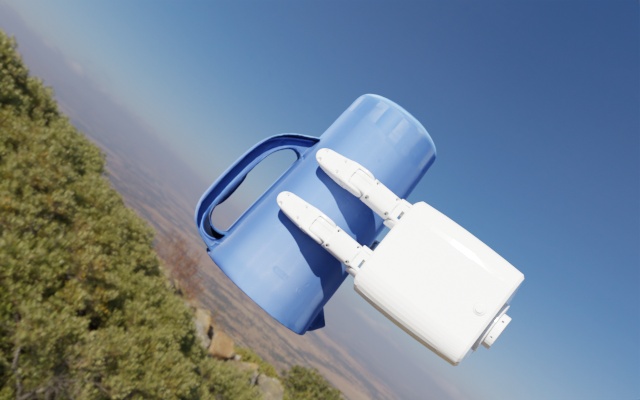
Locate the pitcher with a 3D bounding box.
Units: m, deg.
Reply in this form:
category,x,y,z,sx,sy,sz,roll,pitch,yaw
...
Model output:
category,x,y,z,sx,sy,sz,roll,pitch,yaw
pitcher,0.000,0.002,0.500,0.145,0.243,0.149,37,-8,29
